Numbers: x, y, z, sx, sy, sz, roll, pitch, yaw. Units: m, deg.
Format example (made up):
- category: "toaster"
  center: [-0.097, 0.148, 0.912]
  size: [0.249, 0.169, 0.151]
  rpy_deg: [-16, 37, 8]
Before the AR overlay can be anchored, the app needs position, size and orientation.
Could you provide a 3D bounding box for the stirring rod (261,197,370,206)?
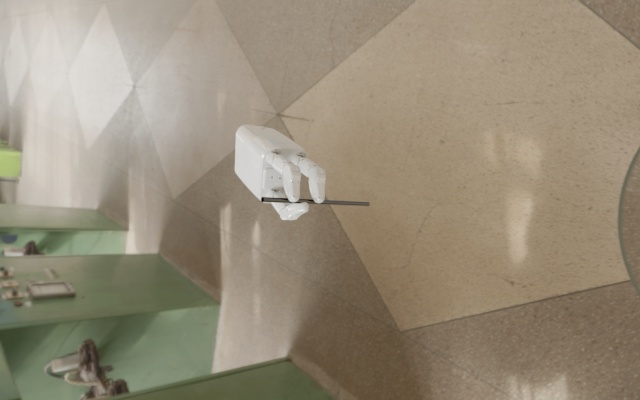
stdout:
- category: "stirring rod"
  center: [0.000, 0.003, 0.810]
  size: [0.239, 0.011, 0.011]
  rpy_deg: [3, -2, -42]
